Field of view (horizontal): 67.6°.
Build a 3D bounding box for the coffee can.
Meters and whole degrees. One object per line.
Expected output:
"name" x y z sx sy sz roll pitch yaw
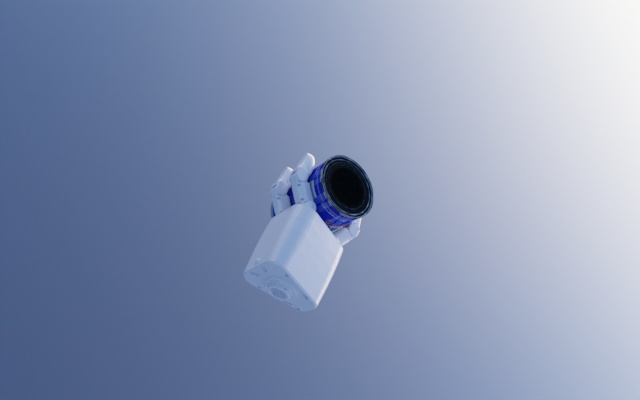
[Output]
"coffee can" 0.000 0.002 0.762 0.103 0.102 0.140 0 -20 -40
